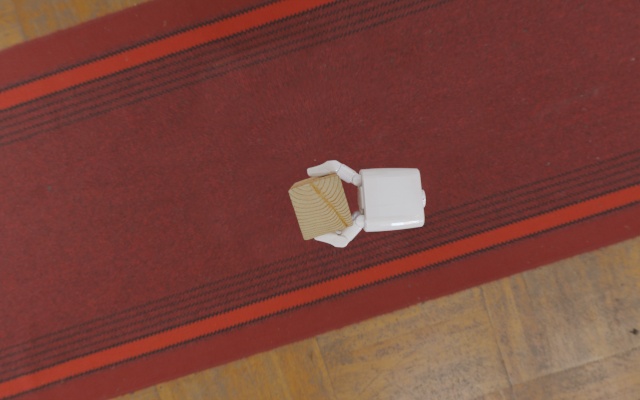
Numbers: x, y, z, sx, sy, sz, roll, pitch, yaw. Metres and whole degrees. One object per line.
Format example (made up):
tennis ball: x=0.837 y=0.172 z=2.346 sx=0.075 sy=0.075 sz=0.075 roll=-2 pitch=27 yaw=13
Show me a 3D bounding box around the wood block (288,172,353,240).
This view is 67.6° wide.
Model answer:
wood block: x=0.000 y=0.003 z=0.891 sx=0.090 sy=0.091 sz=0.206 roll=-17 pitch=5 yaw=1
